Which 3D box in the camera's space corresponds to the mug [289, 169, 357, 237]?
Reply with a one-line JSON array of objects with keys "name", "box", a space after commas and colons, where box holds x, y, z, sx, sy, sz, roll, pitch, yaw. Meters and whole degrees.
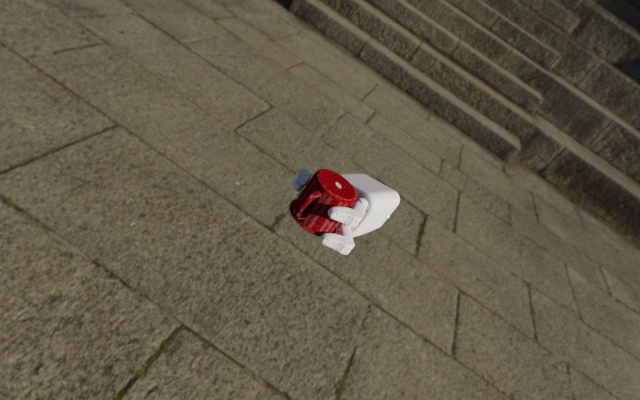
[{"name": "mug", "box": [-0.001, 0.003, 0.794, 0.093, 0.081, 0.117, 48, 31, 22]}]
